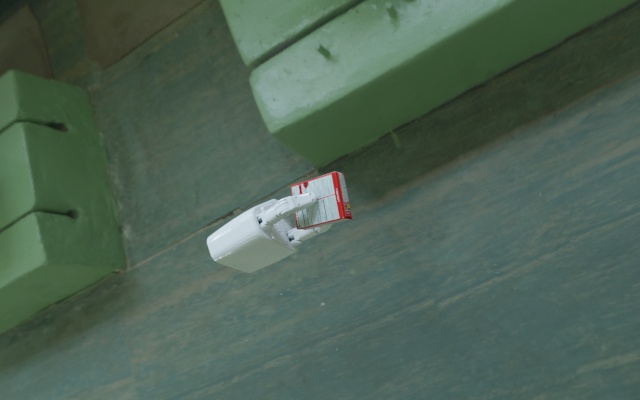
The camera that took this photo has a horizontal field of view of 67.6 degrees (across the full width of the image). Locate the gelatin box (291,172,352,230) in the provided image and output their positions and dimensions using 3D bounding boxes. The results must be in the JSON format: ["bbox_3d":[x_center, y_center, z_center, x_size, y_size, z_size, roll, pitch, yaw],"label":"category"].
[{"bbox_3d":[0.000,0.002,0.743,0.089,0.073,0.030,-16,-12,31],"label":"gelatin box"}]
